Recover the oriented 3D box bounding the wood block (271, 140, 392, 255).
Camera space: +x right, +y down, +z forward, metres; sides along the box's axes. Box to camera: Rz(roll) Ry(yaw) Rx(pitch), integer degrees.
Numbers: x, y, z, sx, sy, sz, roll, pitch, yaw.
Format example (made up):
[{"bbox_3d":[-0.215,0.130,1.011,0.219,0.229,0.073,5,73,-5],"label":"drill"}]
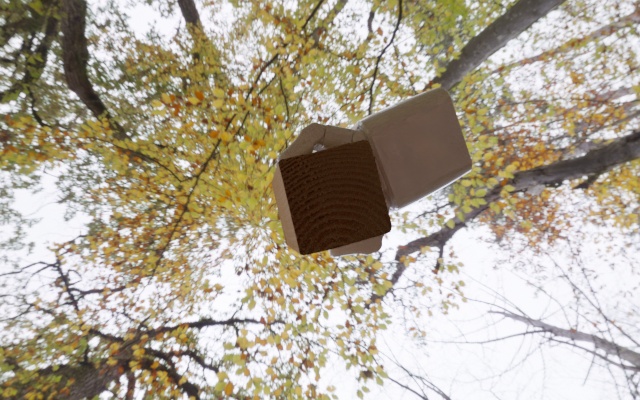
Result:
[{"bbox_3d":[0.001,0.002,0.531,0.090,0.091,0.206,-14,-1,-8],"label":"wood block"}]
